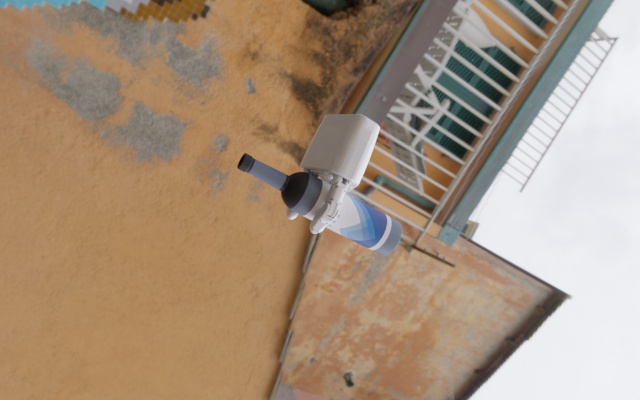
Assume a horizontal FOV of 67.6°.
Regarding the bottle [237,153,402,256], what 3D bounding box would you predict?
[{"bbox_3d":[0.000,0.003,0.784,0.296,0.069,0.069,28,-11,-21],"label":"bottle"}]
